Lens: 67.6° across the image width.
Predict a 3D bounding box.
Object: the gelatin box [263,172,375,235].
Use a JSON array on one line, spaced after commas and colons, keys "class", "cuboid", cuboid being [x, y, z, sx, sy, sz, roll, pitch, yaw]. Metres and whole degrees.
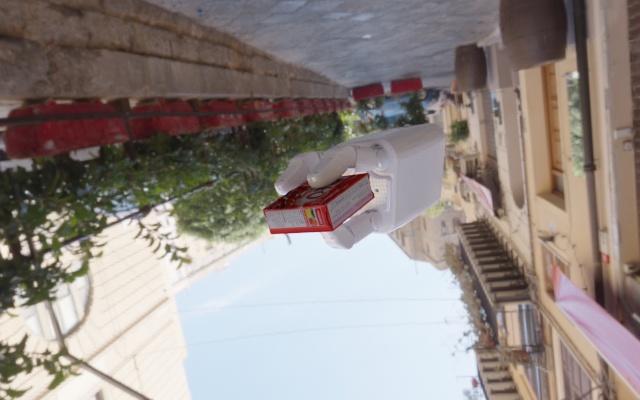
[{"class": "gelatin box", "cuboid": [0.000, 0.002, 0.463, 0.073, 0.030, 0.089, -5, 19, 35]}]
